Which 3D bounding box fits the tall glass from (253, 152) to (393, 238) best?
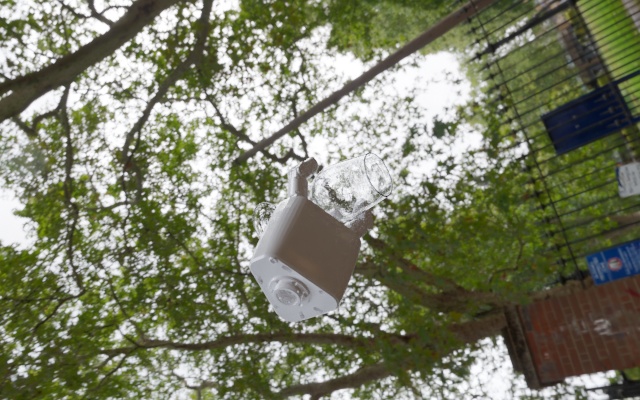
[{"bbox_3d":[0.000,0.002,0.662,0.201,0.079,0.079,-26,-15,34],"label":"tall glass"}]
